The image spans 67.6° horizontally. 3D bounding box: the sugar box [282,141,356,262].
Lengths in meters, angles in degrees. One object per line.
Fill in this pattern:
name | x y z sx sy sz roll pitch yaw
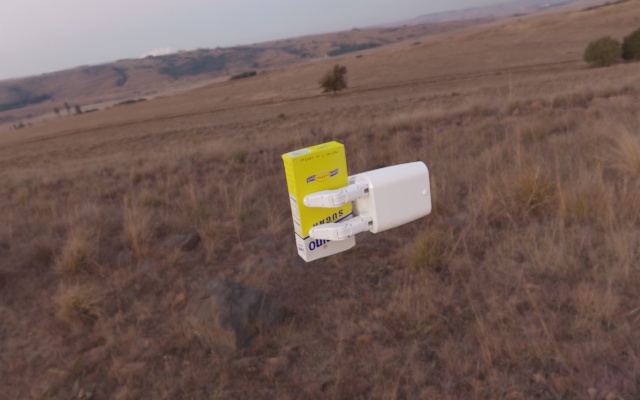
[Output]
sugar box | 0.000 0.002 0.764 0.093 0.176 0.048 -16 19 -19
